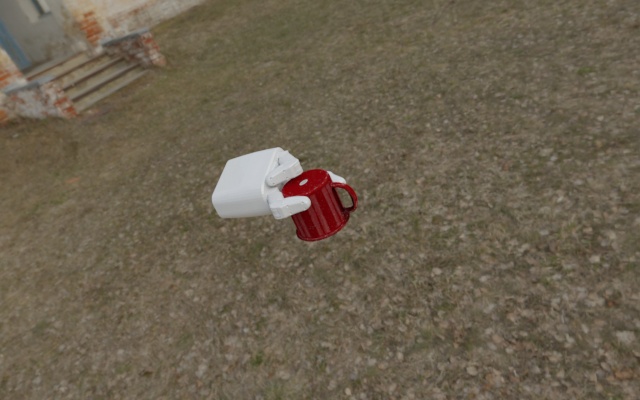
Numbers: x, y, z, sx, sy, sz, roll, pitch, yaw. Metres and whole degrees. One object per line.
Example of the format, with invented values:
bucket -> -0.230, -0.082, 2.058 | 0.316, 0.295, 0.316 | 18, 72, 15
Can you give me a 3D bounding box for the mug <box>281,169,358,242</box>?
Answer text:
mug -> 0.001, 0.002, 0.743 | 0.117, 0.081, 0.093 | -10, 31, 25
